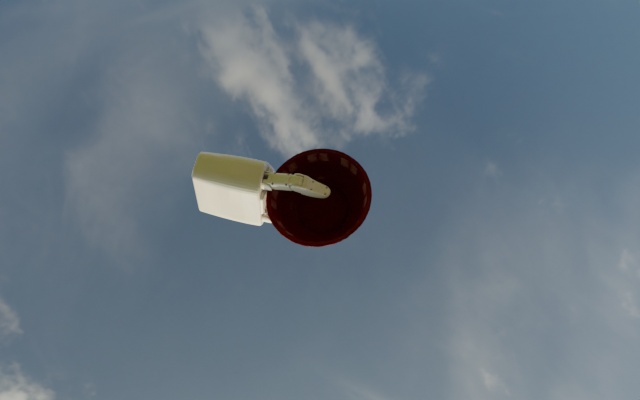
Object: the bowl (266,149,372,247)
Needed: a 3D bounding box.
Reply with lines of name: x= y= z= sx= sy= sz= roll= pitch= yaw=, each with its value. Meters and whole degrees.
bowl: x=0.001 y=0.003 z=0.739 sx=0.162 sy=0.162 sz=0.055 roll=0 pitch=-23 yaw=9
